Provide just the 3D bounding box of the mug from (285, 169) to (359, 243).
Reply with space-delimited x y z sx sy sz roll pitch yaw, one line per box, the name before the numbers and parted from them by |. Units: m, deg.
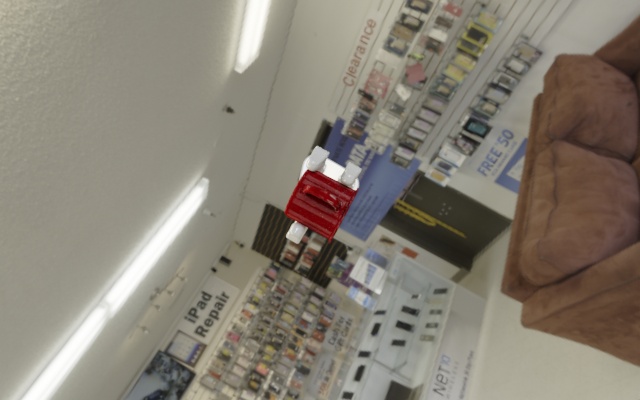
mug | 0.000 0.002 0.696 0.081 0.093 0.117 28 -8 2
